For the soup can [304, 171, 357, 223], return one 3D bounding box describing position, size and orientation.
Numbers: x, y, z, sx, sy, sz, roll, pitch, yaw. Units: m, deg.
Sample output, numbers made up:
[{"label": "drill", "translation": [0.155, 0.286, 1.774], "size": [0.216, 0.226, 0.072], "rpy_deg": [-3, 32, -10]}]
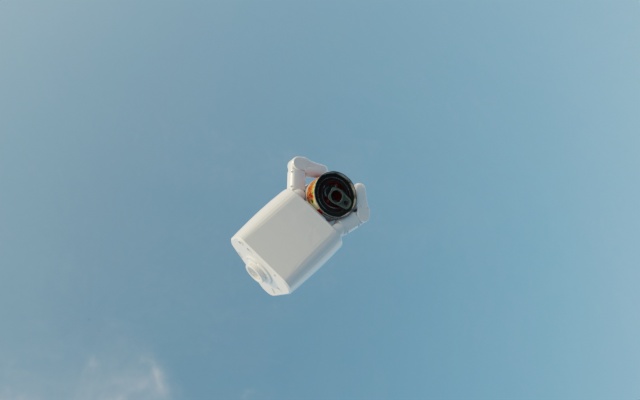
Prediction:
[{"label": "soup can", "translation": [0.000, 0.002, 0.715], "size": [0.068, 0.068, 0.102], "rpy_deg": [0, -13, -26]}]
